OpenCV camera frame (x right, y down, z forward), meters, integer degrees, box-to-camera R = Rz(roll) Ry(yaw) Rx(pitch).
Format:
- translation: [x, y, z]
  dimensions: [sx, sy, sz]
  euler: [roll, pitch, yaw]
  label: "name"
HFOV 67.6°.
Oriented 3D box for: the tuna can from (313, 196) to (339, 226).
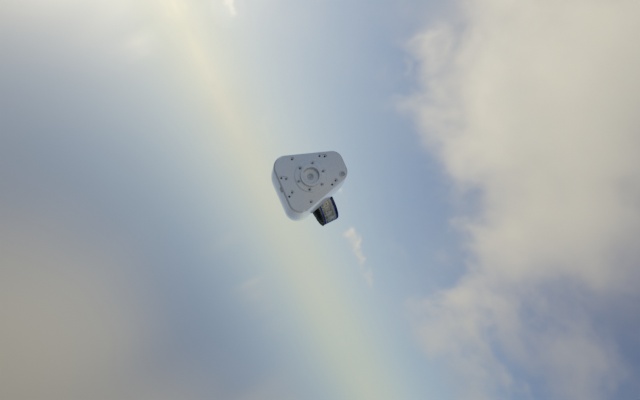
- translation: [0.001, 0.003, 0.897]
  dimensions: [0.034, 0.086, 0.086]
  euler: [-26, 5, -11]
  label: "tuna can"
